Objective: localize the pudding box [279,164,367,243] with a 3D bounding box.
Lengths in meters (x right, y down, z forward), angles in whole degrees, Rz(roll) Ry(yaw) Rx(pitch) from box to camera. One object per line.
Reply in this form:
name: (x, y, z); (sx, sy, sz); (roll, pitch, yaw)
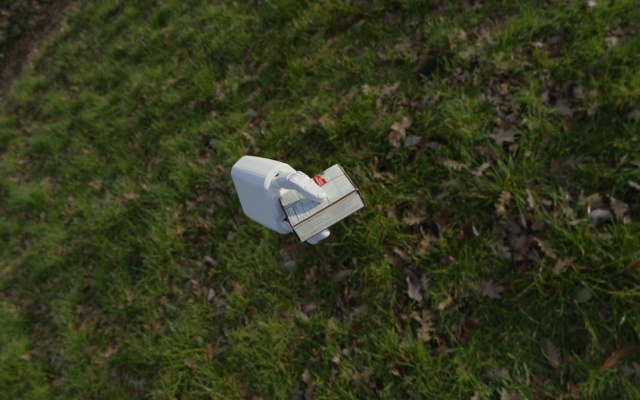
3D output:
pudding box: (0.000, 0.002, 0.717); (0.113, 0.039, 0.090); (-31, 36, 1)
